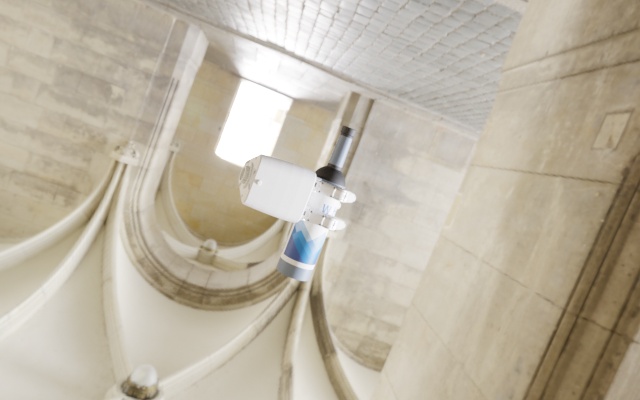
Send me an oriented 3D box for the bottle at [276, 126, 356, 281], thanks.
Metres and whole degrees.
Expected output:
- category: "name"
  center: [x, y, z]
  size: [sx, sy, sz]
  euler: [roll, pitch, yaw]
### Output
- category: "bottle"
  center: [0.000, 0.003, 0.894]
  size: [0.069, 0.296, 0.069]
  euler: [21, 5, -2]
